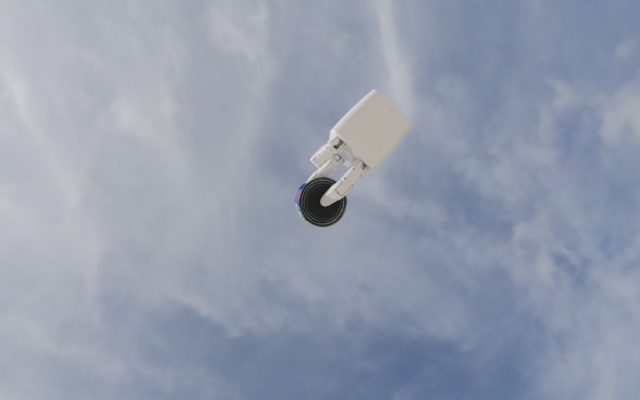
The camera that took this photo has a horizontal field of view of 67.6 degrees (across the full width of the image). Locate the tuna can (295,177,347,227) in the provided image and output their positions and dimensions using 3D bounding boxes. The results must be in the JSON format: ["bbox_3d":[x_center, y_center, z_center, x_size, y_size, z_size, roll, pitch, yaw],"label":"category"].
[{"bbox_3d":[0.000,0.003,0.824,0.086,0.086,0.034,0,0,-18],"label":"tuna can"}]
